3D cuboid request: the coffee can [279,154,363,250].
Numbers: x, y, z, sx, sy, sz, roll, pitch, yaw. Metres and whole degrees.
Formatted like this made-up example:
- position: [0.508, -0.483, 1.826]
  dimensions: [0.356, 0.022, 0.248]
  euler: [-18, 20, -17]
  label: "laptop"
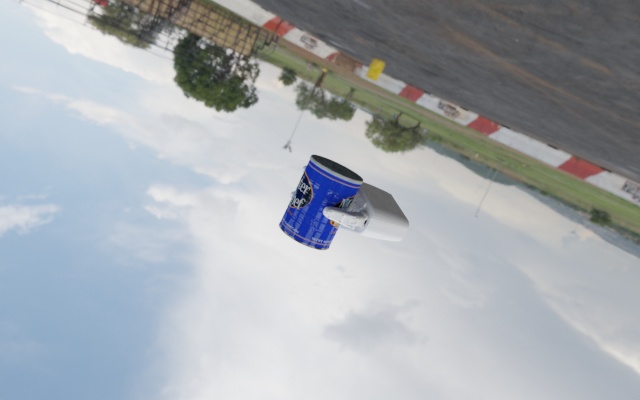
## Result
- position: [0.000, 0.003, 0.853]
  dimensions: [0.103, 0.140, 0.102]
  euler: [25, 13, -6]
  label: "coffee can"
